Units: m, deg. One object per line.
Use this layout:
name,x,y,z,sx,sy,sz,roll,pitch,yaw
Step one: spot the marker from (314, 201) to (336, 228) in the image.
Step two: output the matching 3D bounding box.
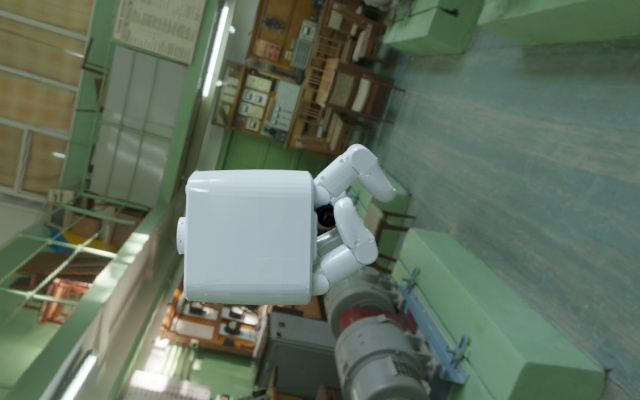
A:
marker,0.000,0.001,0.461,0.020,0.020,0.121,0,14,-7
